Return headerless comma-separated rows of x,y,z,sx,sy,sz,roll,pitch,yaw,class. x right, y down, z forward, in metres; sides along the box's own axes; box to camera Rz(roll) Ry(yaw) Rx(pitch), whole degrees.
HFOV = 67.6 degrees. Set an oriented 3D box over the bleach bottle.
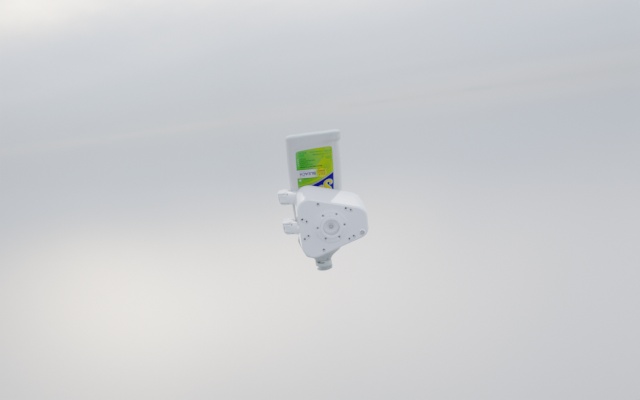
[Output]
0.000,0.003,0.865,0.102,0.251,0.068,-8,11,0,bleach bottle
